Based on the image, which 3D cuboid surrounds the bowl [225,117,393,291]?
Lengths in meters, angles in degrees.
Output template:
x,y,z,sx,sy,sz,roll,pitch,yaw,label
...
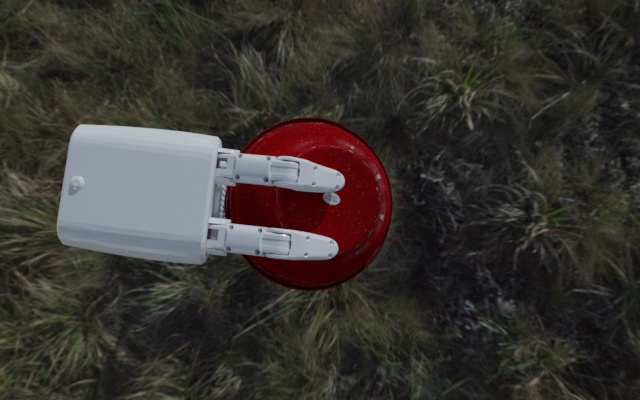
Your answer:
x,y,z,sx,sy,sz,roll,pitch,yaw,label
0.001,0.001,0.420,0.162,0.162,0.055,0,-3,-17,bowl
